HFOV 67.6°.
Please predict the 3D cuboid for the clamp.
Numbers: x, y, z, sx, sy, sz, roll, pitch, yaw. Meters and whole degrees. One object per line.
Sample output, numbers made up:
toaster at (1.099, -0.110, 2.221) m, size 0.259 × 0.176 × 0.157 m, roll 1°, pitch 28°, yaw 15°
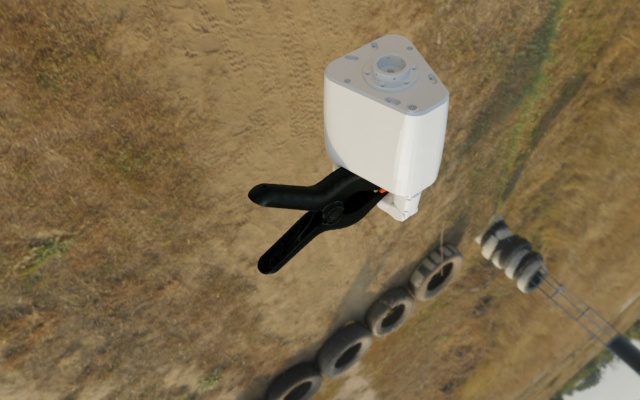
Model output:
clamp at (0.001, 0.002, 0.495) m, size 0.171 × 0.039 × 0.120 m, roll -31°, pitch -33°, yaw -17°
